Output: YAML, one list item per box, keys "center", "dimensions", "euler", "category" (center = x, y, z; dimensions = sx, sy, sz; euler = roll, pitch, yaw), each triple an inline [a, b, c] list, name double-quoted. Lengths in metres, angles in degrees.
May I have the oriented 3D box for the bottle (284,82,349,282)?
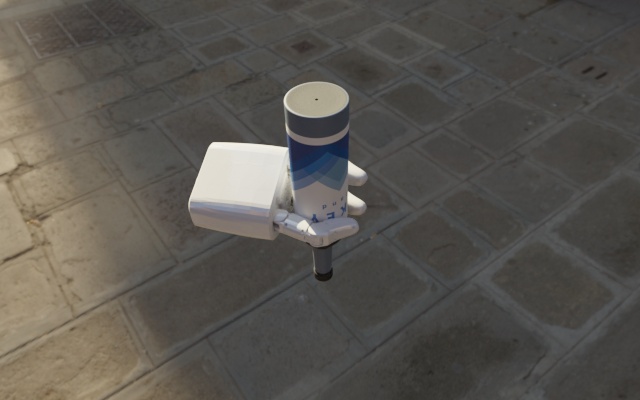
- center: [0.000, 0.002, 0.584]
  dimensions: [0.069, 0.296, 0.069]
  euler: [-1, 45, 1]
  category: "bottle"
